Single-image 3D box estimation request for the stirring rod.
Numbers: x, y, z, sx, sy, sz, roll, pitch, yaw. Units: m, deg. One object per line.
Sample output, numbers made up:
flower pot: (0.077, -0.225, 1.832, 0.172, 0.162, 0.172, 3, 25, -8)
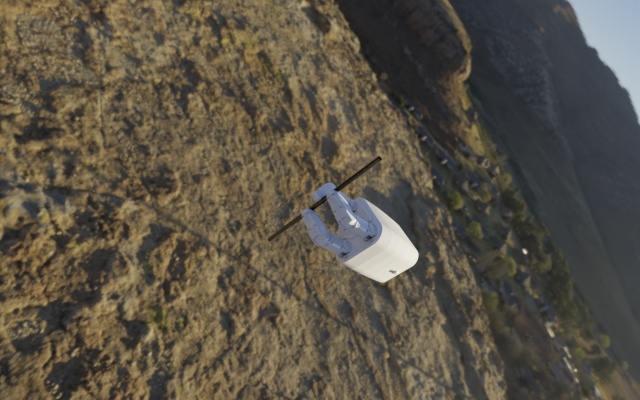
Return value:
stirring rod: (0.000, 0.002, 0.741, 0.239, 0.011, 0.011, -36, -19, 28)
